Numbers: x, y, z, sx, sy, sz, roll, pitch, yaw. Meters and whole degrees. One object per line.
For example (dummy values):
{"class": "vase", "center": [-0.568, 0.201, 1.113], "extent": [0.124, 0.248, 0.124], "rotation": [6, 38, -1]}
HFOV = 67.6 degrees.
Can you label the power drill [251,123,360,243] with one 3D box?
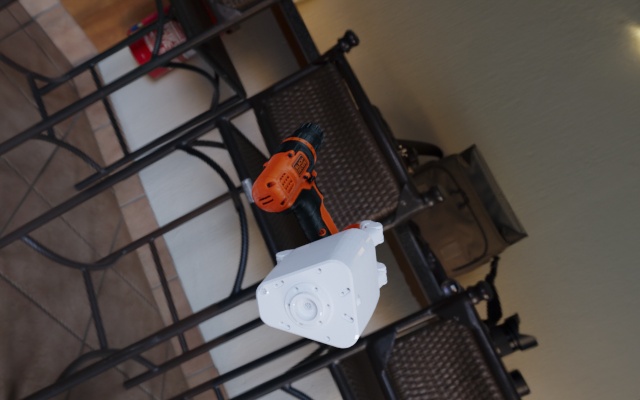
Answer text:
{"class": "power drill", "center": [0.000, 0.003, 0.637], "extent": [0.057, 0.188, 0.184], "rotation": [-23, 22, 34]}
